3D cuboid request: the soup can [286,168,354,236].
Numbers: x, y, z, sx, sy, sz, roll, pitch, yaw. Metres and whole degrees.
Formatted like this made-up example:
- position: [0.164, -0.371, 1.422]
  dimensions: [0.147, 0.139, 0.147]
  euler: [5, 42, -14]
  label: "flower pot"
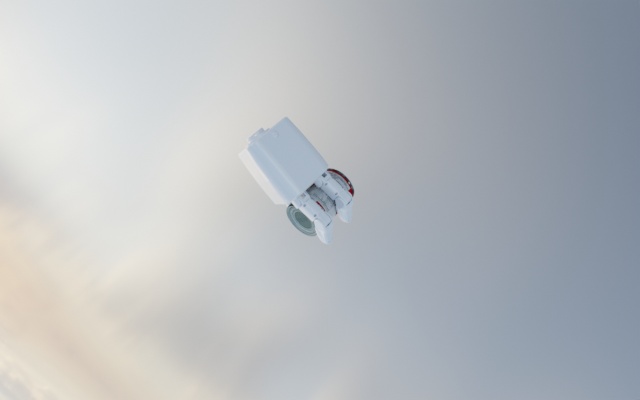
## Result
- position: [0.000, 0.003, 0.796]
  dimensions: [0.068, 0.068, 0.102]
  euler: [0, 38, 50]
  label: "soup can"
